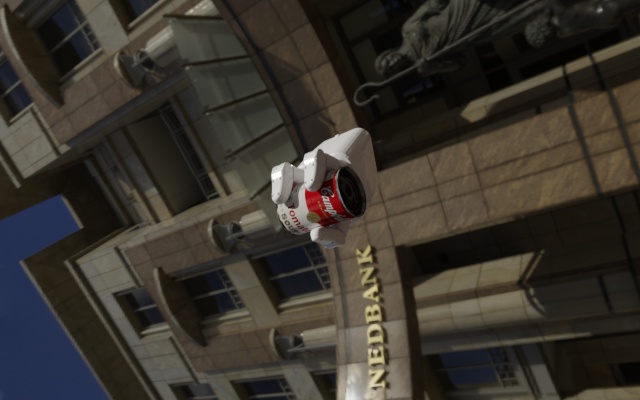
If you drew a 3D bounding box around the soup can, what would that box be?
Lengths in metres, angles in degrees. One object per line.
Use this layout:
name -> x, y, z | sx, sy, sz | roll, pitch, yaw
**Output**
soup can -> 0.000, 0.003, 0.633 | 0.102, 0.068, 0.068 | -19, -10, 32
